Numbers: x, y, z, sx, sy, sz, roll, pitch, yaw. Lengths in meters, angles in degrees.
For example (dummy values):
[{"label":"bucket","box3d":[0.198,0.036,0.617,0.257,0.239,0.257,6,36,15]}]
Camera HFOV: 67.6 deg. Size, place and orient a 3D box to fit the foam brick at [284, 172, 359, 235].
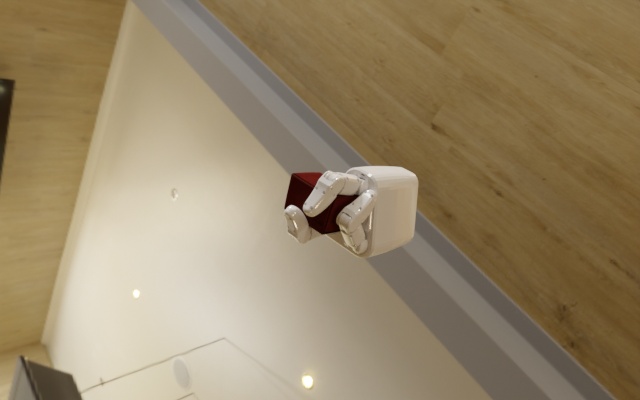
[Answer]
[{"label":"foam brick","box3d":[0.000,0.002,0.617,0.078,0.053,0.051,32,27,36]}]
